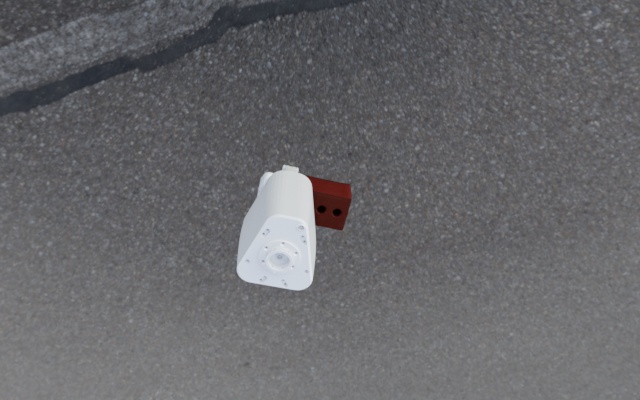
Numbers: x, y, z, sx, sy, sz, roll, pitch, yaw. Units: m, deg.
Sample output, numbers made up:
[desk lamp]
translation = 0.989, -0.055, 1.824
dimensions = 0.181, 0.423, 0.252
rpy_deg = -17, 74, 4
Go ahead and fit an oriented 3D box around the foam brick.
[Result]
[foam brick]
translation = 0.000, 0.002, 0.671
dimensions = 0.078, 0.053, 0.051
rpy_deg = 11, 25, -8
